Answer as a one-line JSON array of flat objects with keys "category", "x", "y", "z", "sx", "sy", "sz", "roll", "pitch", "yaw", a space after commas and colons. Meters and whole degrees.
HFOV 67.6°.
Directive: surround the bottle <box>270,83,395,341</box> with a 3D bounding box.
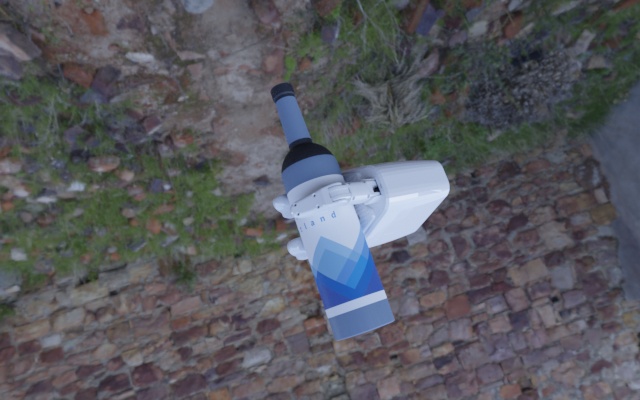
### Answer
[{"category": "bottle", "x": 0.000, "y": 0.002, "z": 0.536, "sx": 0.069, "sy": 0.295, "sz": 0.069, "roll": -18, "pitch": -13, "yaw": -4}]
